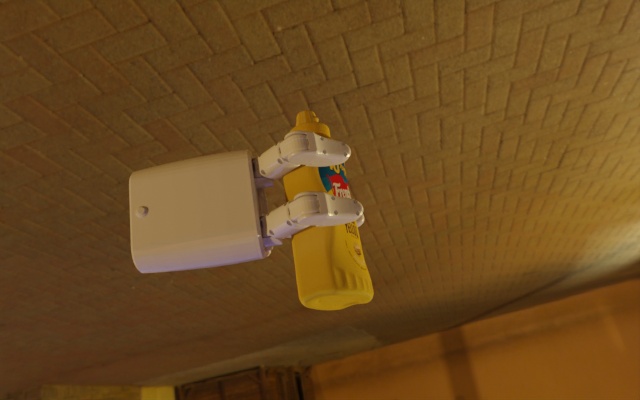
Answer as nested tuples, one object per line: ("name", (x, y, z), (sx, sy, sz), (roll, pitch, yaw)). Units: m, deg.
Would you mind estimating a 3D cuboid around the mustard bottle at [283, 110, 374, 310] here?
("mustard bottle", (0.000, 0.002, 0.447), (0.058, 0.191, 0.096), (-18, -22, 20))
